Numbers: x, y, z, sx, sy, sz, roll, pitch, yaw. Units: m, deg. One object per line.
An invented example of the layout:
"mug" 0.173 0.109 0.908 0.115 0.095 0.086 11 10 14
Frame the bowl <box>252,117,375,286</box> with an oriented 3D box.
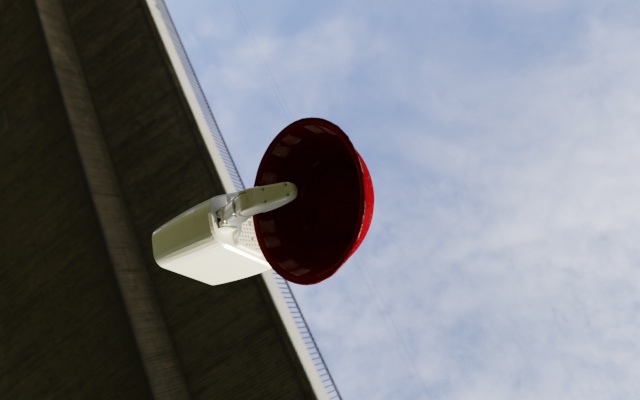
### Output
"bowl" 0.001 0.001 0.476 0.055 0.162 0.162 4 -3 -43
